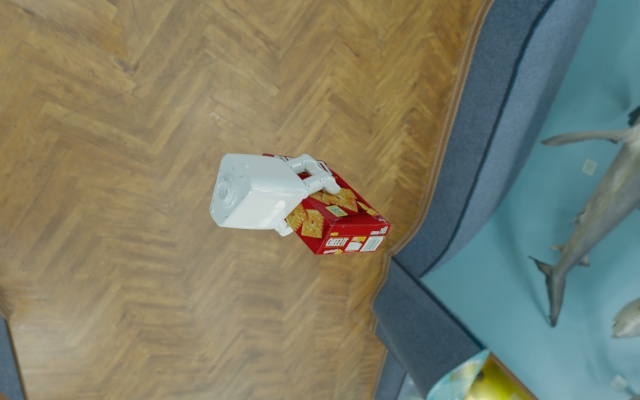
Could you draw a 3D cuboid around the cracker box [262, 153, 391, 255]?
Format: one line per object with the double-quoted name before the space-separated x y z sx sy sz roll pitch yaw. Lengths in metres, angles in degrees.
"cracker box" 0.000 0.003 0.855 0.164 0.072 0.213 3 34 -47
